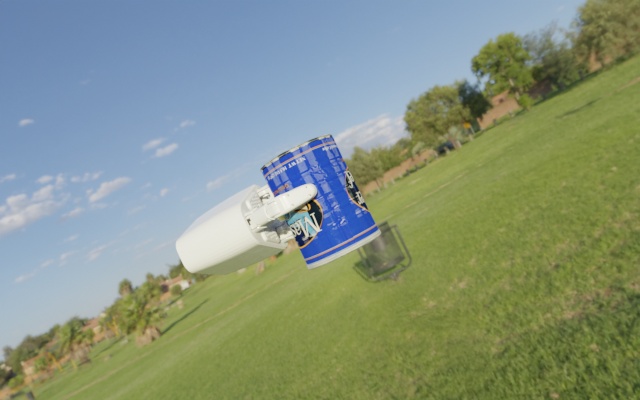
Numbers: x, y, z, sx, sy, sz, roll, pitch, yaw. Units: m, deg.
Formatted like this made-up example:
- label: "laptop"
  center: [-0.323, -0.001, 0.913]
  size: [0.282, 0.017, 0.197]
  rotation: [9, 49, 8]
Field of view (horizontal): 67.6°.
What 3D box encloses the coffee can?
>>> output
- label: "coffee can"
  center: [0.000, 0.002, 0.606]
  size: [0.103, 0.140, 0.103]
  rotation: [-26, -2, -1]
